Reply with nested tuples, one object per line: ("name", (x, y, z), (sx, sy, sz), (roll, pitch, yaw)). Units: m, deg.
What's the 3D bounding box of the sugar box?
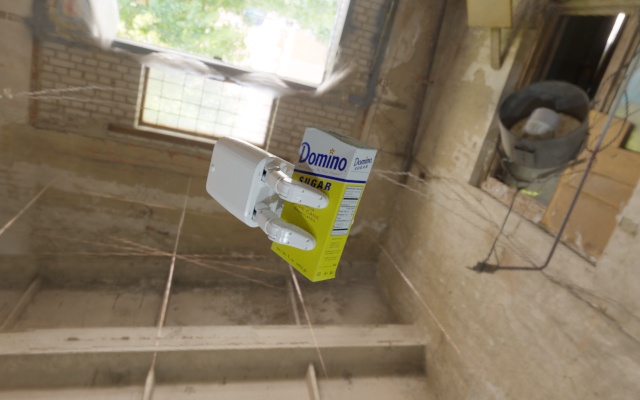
("sugar box", (0.000, 0.002, 0.600), (0.048, 0.176, 0.093), (-3, 25, -45))
